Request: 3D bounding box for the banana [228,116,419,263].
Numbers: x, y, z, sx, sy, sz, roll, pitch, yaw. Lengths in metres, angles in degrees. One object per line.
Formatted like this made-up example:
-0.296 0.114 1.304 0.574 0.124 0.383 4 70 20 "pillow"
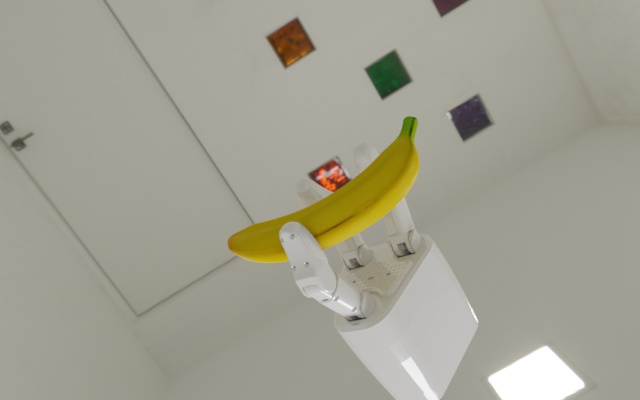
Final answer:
0.004 0.009 0.386 0.198 0.037 0.069 -32 28 14 "banana"
